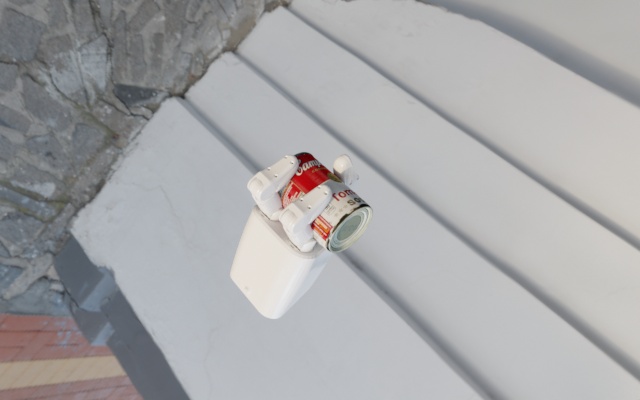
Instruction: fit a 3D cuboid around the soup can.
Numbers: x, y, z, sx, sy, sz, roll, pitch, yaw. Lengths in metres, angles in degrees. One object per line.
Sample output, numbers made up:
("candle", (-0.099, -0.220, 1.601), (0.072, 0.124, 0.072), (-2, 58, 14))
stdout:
("soup can", (0.001, 0.002, 0.535), (0.102, 0.068, 0.068), (43, 23, 28))
